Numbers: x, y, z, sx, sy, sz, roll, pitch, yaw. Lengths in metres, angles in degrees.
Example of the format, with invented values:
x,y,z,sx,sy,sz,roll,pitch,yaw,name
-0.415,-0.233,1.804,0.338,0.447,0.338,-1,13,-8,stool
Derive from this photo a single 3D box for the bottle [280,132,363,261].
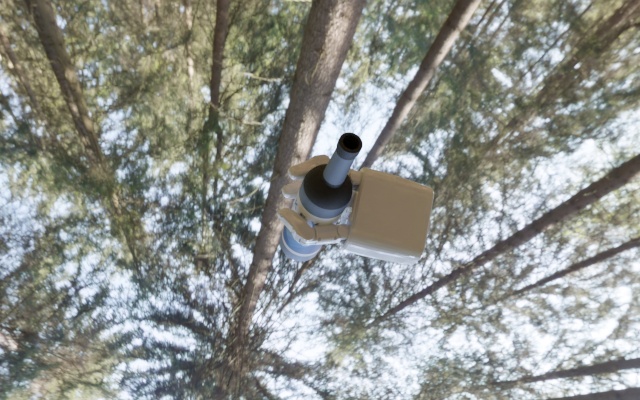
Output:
x,y,z,sx,sy,sz,roll,pitch,yaw,name
0.000,0.002,0.648,0.069,0.069,0.296,0,-26,-15,bottle
